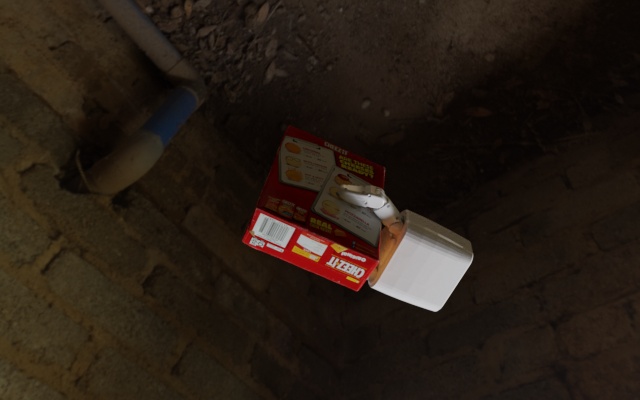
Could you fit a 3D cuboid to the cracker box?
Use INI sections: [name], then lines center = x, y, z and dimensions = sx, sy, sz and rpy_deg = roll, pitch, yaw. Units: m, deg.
[cracker box]
center = 0.000, 0.002, 0.660
dimensions = 0.164, 0.072, 0.213
rpy_deg = 24, 36, -8
